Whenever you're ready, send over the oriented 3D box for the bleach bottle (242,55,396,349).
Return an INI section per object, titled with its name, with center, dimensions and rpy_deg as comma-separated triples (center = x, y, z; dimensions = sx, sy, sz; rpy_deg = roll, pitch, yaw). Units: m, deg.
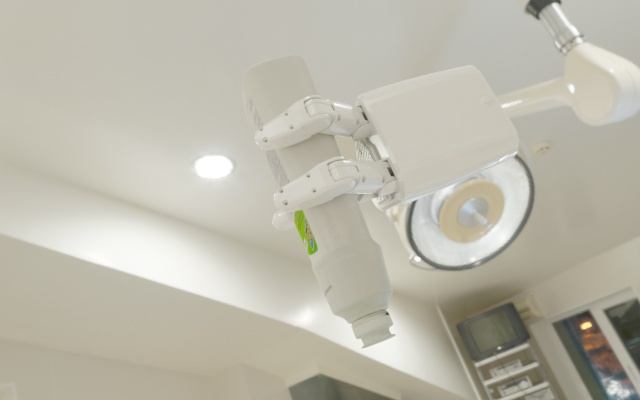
[bleach bottle]
center = 0.000, 0.001, 0.411
dimensions = 0.068, 0.250, 0.103
rpy_deg = -18, -22, -9
